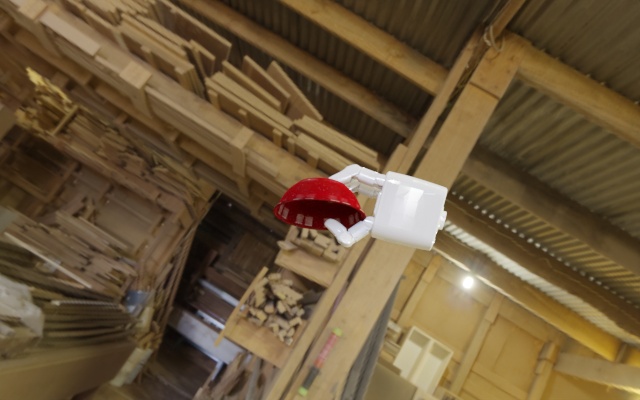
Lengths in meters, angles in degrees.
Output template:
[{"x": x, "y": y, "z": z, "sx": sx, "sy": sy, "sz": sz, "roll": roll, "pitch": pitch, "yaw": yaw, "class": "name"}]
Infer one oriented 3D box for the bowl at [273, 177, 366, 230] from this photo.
[{"x": -0.001, "y": 0.002, "z": 0.833, "sx": 0.162, "sy": 0.055, "sz": 0.162, "roll": 3, "pitch": -21, "yaw": 1, "class": "bowl"}]
